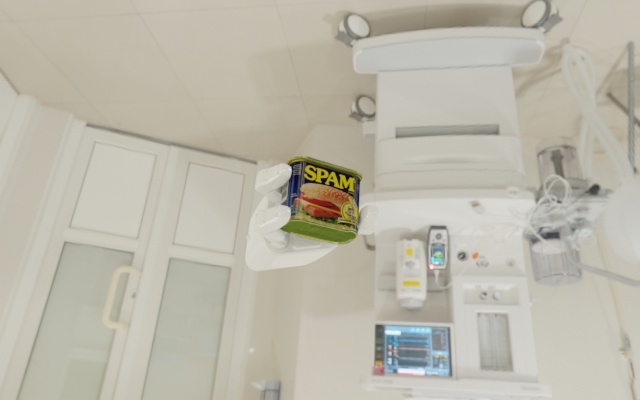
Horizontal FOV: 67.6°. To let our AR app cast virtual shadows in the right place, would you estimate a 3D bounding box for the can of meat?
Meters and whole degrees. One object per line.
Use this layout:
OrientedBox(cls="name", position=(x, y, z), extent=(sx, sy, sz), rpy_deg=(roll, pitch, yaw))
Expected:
OrientedBox(cls="can of meat", position=(0.000, 0.002, 0.594), extent=(0.102, 0.084, 0.057), rpy_deg=(15, -26, -22))
